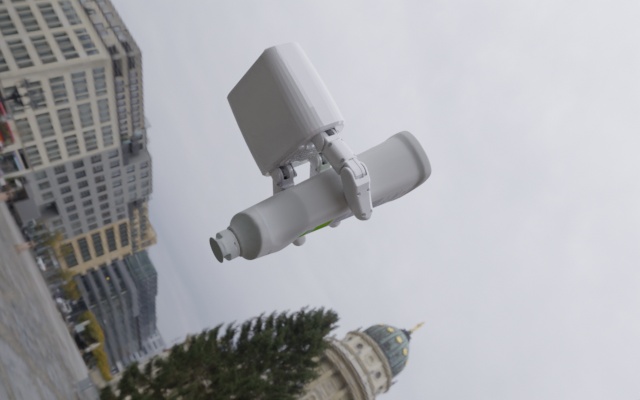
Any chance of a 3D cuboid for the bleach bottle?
[{"bbox_3d":[0.000,0.002,0.523,0.251,0.068,0.103,-24,-10,-30],"label":"bleach bottle"}]
